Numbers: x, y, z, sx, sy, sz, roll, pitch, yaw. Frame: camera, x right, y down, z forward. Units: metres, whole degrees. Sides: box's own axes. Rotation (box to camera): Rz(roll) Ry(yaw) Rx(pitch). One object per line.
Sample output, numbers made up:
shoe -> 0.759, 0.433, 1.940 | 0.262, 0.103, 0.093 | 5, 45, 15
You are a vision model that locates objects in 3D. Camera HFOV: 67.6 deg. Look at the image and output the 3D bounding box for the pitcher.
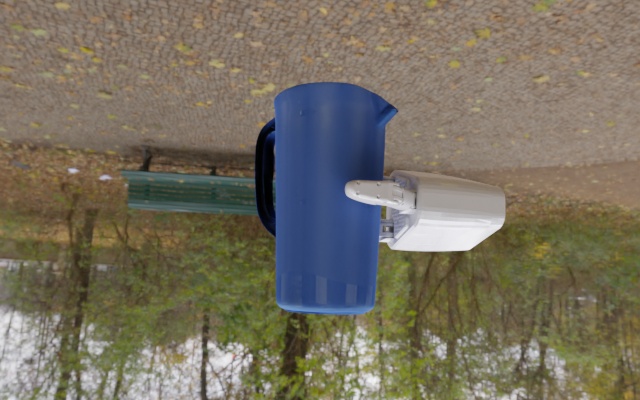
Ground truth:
pitcher -> 0.000, 0.002, 0.545 | 0.145, 0.242, 0.149 | 4, -9, -13
